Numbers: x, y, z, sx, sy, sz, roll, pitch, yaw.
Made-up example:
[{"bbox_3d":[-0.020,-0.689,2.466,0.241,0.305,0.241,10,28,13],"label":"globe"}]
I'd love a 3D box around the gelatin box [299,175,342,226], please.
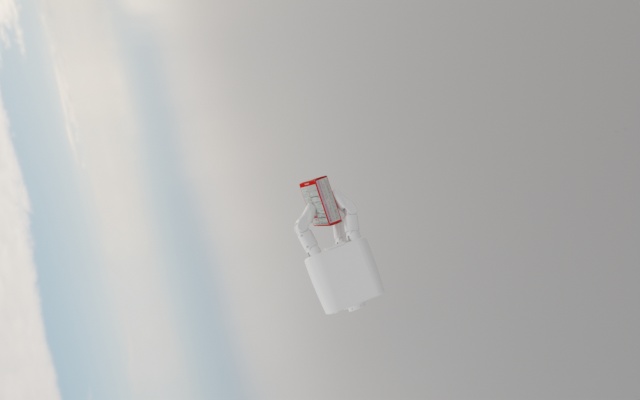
[{"bbox_3d":[0.000,0.003,0.877,0.030,0.089,0.073,-21,5,-24],"label":"gelatin box"}]
